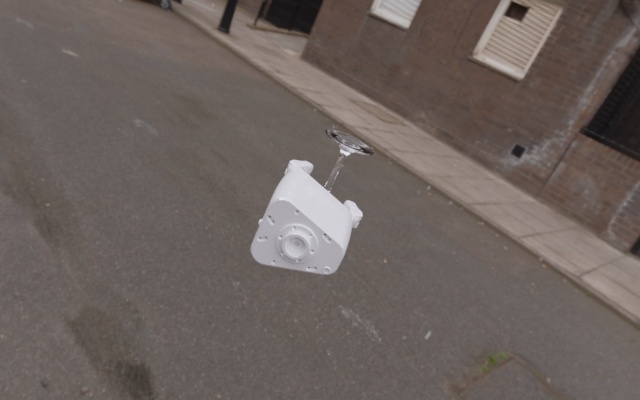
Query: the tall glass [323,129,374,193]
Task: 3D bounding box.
[{"bbox_3d":[0.000,0.002,0.697,0.079,0.201,0.079,22,21,-9],"label":"tall glass"}]
